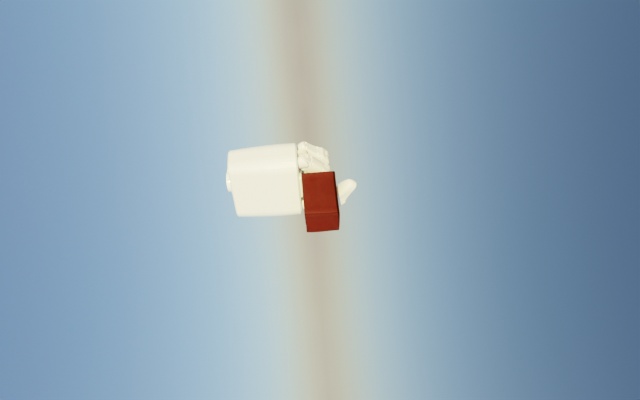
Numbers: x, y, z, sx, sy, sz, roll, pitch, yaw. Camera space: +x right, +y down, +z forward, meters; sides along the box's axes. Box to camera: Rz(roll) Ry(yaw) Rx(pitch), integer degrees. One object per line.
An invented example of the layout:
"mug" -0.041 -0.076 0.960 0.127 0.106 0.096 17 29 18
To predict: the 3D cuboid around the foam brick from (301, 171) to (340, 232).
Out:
"foam brick" 0.000 0.003 0.722 0.051 0.078 0.053 -5 -35 -1
